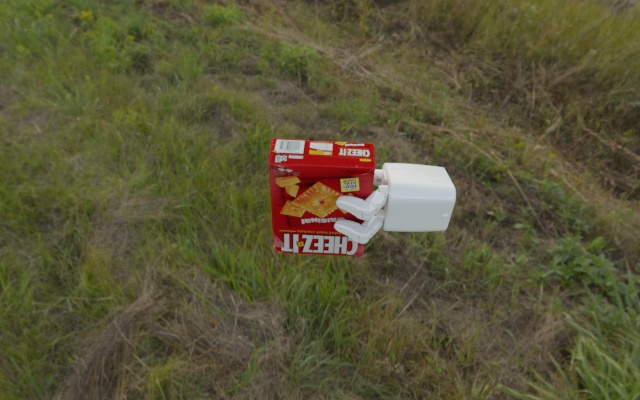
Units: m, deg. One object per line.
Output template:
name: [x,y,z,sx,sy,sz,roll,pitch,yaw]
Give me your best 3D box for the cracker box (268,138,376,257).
cracker box: [0.000,0.002,0.801,0.164,0.214,0.072,3,44,1]
